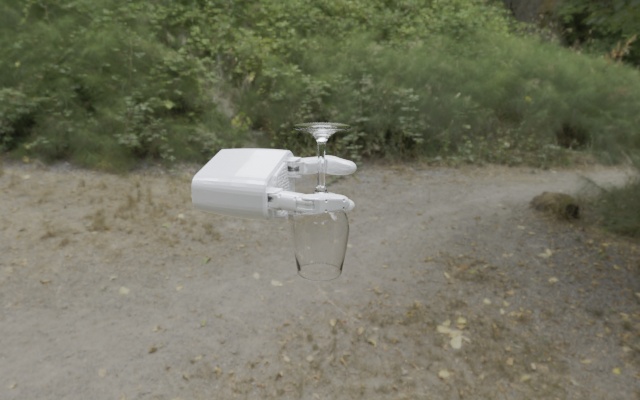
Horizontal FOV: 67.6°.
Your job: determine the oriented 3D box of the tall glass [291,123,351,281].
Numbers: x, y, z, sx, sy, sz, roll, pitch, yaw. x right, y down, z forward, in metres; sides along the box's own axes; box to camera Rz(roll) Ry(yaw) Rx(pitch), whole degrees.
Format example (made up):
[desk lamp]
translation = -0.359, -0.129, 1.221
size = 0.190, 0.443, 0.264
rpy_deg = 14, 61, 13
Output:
[tall glass]
translation = 0.000, 0.001, 0.628
size = 0.079, 0.201, 0.079
rpy_deg = 1, 16, 0
